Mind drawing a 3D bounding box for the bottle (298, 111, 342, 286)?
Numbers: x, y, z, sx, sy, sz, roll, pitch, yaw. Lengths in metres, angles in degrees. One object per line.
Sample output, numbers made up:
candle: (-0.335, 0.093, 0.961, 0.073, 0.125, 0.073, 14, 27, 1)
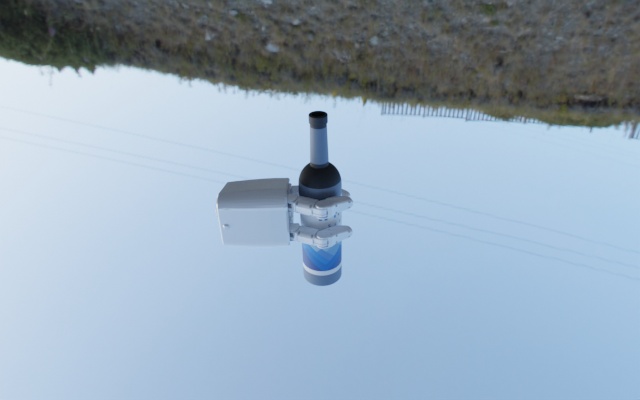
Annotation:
bottle: (0.000, 0.003, 0.751, 0.069, 0.296, 0.069, -1, 33, 1)
